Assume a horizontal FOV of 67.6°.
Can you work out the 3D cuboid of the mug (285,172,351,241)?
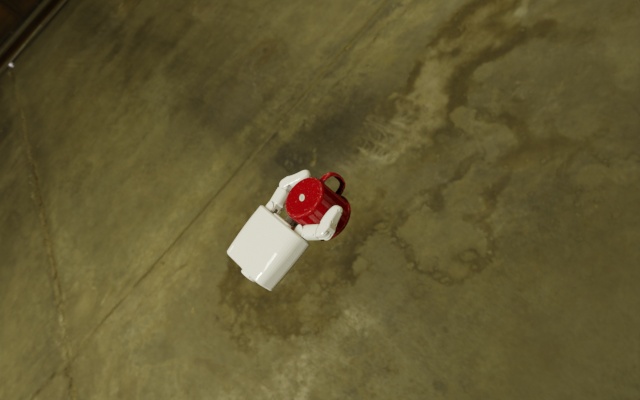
[{"bbox_3d":[0.001,0.002,0.836,0.093,0.117,0.081,33,-5,47],"label":"mug"}]
